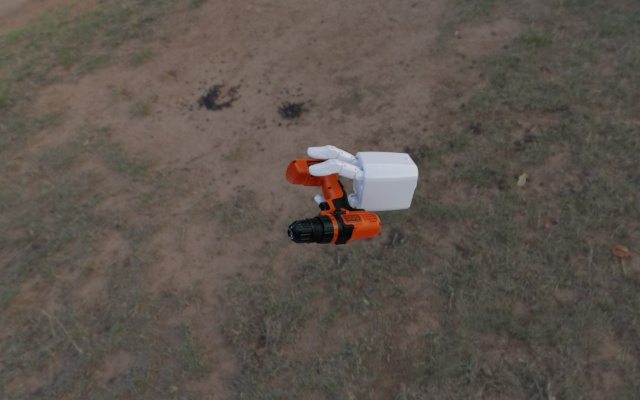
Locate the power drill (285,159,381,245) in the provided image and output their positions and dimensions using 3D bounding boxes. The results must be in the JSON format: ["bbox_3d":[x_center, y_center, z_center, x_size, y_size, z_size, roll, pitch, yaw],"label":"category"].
[{"bbox_3d":[0.000,0.003,0.892,0.184,0.187,0.057,-2,-42,-31],"label":"power drill"}]
